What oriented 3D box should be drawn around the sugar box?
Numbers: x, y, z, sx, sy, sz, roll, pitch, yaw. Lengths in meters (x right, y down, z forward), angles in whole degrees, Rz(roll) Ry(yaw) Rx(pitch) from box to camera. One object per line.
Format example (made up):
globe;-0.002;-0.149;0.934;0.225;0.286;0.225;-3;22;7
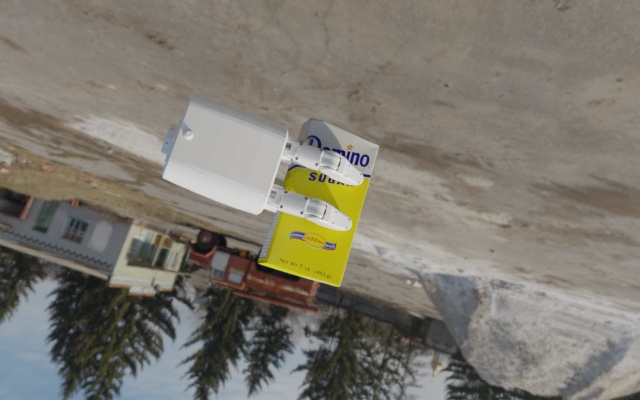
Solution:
sugar box;0.000;0.002;0.553;0.093;0.176;0.048;20;-11;-17
